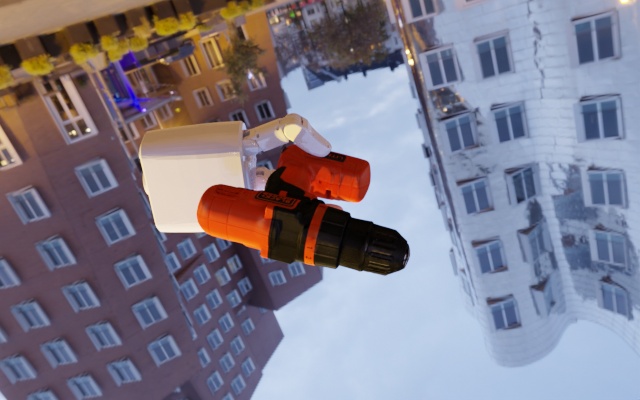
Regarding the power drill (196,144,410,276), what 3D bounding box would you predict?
[{"bbox_3d":[0.000,0.001,0.466,0.184,0.057,0.187,15,22,9],"label":"power drill"}]
